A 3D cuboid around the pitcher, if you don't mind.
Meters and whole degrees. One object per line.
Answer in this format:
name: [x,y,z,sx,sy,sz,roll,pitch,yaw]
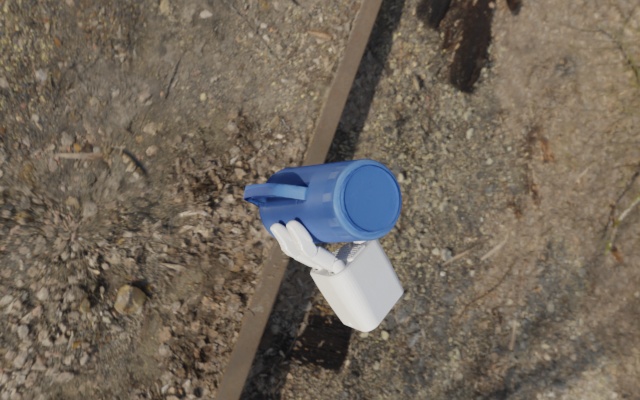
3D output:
pitcher: [0.000,0.002,0.716,0.149,0.145,0.243,-36,13,-25]
